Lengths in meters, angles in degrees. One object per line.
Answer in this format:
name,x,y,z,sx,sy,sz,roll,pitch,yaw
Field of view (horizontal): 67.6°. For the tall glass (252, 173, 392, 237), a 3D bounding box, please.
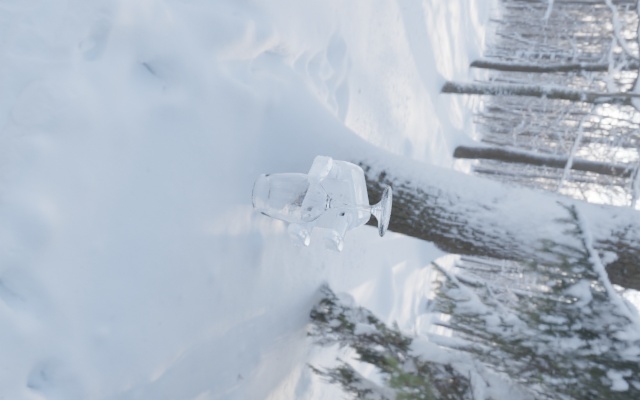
tall glass,0.001,0.002,0.712,0.201,0.079,0.079,8,3,18
